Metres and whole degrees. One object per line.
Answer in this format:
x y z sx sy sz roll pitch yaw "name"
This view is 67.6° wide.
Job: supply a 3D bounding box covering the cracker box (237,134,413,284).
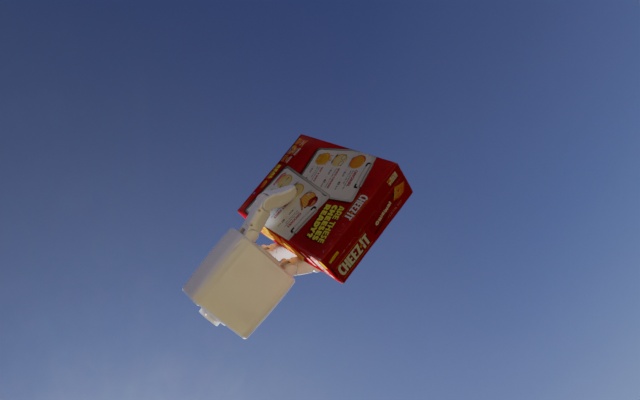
0.000 0.002 0.692 0.213 0.164 0.072 25 -19 47 "cracker box"
